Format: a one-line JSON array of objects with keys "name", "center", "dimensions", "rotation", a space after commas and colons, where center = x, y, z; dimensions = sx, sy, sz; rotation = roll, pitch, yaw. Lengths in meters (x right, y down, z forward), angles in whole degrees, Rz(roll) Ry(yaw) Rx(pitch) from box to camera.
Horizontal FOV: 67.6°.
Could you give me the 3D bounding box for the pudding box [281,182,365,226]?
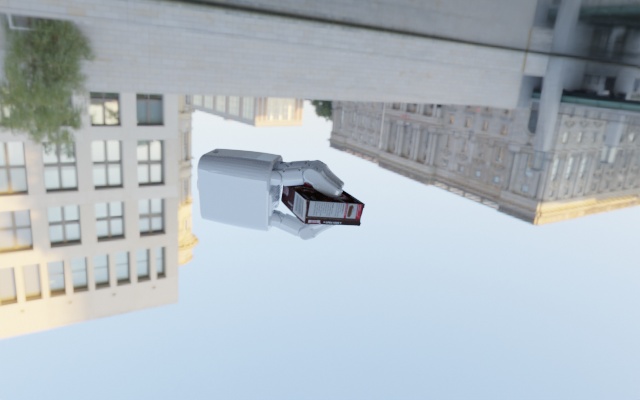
[{"name": "pudding box", "center": [0.000, 0.002, 0.701], "dimensions": [0.090, 0.039, 0.113], "rotation": [3, 17, -22]}]
